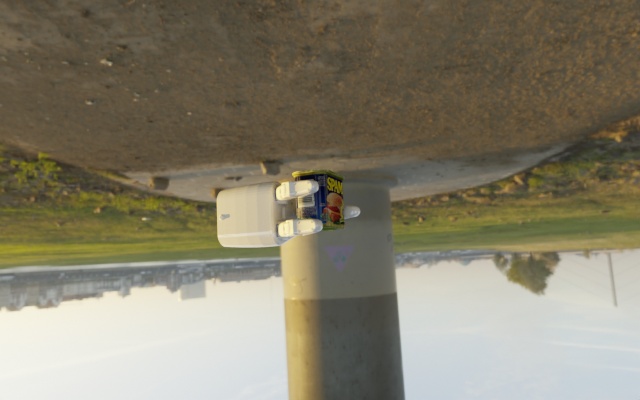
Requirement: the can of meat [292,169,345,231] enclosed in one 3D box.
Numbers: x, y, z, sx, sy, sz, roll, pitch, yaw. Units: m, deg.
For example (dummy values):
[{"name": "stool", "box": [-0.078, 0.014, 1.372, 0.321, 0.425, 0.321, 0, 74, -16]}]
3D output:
[{"name": "can of meat", "box": [0.000, 0.003, 0.723, 0.057, 0.084, 0.102, -5, -7, 21]}]
